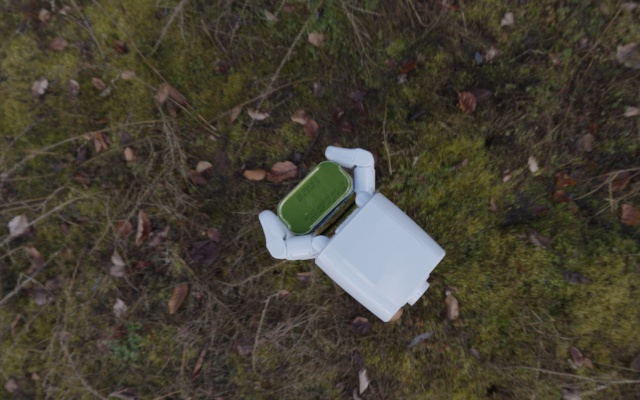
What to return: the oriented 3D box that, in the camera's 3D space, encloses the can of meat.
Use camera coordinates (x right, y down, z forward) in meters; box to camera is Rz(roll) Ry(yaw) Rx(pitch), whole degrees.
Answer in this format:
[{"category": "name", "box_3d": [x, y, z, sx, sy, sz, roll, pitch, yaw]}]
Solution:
[{"category": "can of meat", "box_3d": [0.000, 0.002, 0.597, 0.057, 0.102, 0.084, 46, 2, 12]}]
